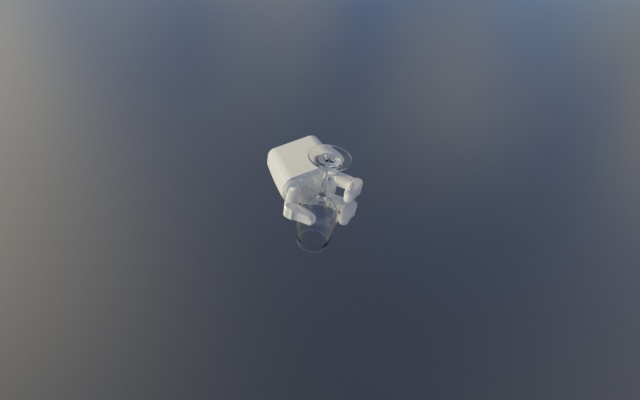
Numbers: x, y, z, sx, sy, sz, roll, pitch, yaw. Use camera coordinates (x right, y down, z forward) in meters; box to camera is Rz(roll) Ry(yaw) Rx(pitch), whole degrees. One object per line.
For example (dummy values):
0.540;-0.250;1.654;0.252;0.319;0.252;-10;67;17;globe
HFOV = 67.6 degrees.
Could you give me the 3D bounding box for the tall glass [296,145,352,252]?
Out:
0.000;0.002;0.855;0.079;0.201;0.079;7;40;-6;tall glass
